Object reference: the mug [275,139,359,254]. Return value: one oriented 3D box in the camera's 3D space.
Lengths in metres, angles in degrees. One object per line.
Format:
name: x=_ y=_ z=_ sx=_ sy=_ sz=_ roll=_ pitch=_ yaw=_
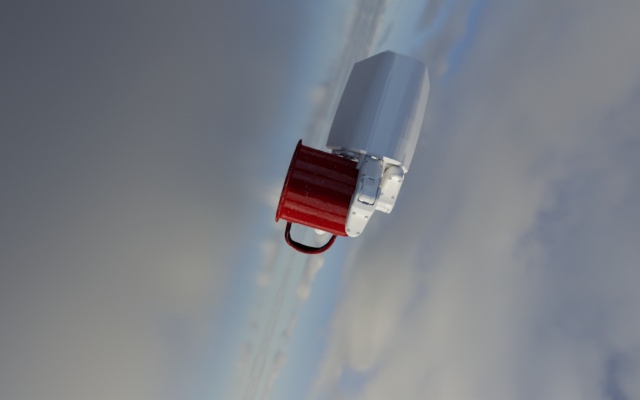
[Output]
mug: x=0.000 y=0.003 z=0.512 sx=0.081 sy=0.117 sz=0.093 roll=17 pitch=3 yaw=-1
